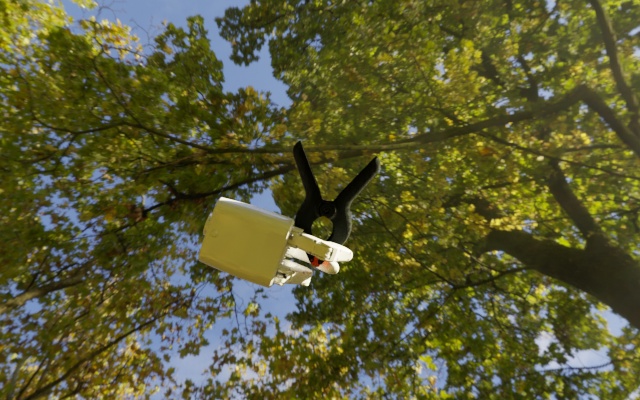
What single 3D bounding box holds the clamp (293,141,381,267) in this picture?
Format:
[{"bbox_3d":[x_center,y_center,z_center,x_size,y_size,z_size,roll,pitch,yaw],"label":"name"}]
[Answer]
[{"bbox_3d":[0.000,0.002,0.659,0.120,0.171,0.039,21,4,6],"label":"clamp"}]
